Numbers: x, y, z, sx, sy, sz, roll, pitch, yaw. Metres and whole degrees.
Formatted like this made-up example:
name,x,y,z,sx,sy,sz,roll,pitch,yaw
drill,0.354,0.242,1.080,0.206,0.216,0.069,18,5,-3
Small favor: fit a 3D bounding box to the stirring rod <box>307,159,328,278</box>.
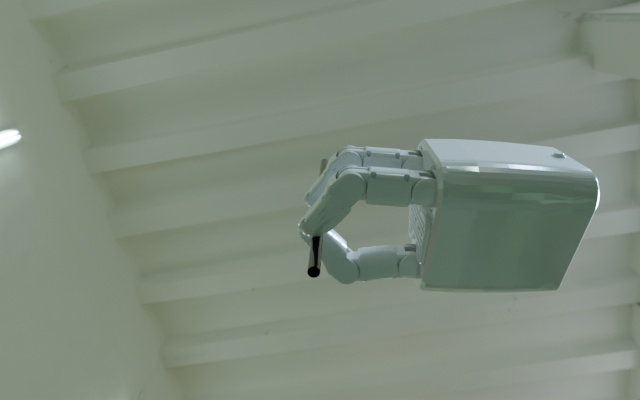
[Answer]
name,x,y,z,sx,sy,sz,roll,pitch,yaw
stirring rod,0.000,0.001,0.407,0.011,0.011,0.239,0,21,2
